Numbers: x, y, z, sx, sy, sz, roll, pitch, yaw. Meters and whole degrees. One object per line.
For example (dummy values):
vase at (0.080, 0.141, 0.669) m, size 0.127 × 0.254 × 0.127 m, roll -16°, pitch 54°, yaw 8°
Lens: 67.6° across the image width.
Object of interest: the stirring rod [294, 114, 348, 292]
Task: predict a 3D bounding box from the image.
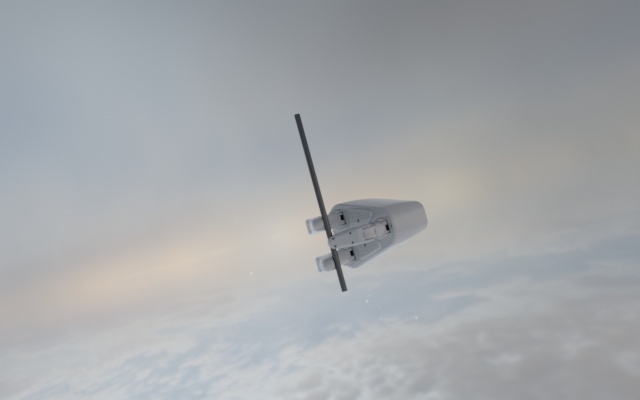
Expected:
stirring rod at (0.000, 0.002, 0.627) m, size 0.011 × 0.239 × 0.011 m, roll -15°, pitch -3°, yaw -1°
